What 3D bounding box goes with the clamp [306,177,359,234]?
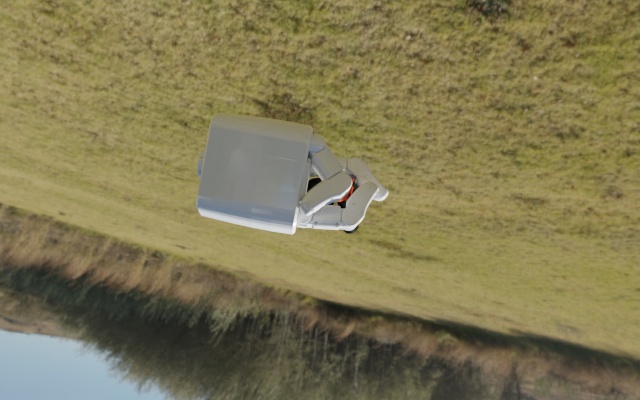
[{"bbox_3d":[0.000,0.003,0.605,0.120,0.039,0.171,10,-18,-1],"label":"clamp"}]
